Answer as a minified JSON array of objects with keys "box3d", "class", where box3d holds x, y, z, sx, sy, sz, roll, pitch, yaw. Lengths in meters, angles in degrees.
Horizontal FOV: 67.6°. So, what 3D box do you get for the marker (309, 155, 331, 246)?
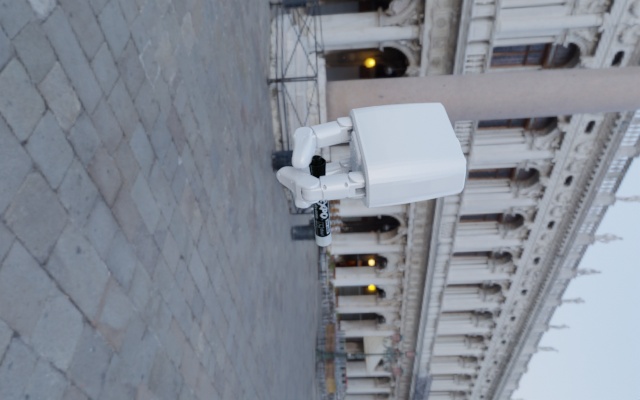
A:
[{"box3d":[0.000,0.002,0.533,0.020,0.121,0.020,-3,39,2],"class":"marker"}]
